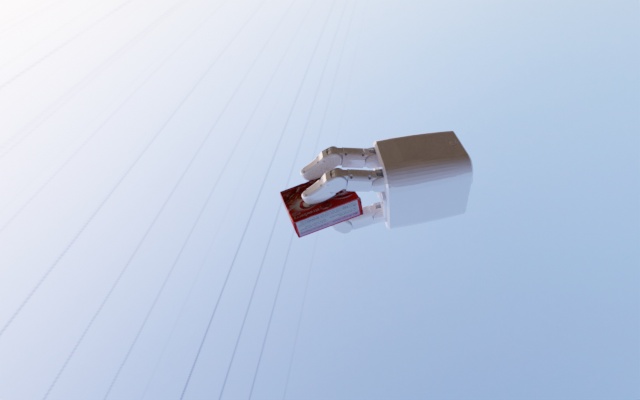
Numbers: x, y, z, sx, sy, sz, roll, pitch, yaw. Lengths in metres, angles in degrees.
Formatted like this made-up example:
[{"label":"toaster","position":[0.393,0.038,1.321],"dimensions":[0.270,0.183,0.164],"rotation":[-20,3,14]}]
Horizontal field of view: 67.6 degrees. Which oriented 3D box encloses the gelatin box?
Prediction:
[{"label":"gelatin box","position":[0.000,0.002,0.608],"dimensions":[0.089,0.030,0.073],"rotation":[-21,37,-6]}]
